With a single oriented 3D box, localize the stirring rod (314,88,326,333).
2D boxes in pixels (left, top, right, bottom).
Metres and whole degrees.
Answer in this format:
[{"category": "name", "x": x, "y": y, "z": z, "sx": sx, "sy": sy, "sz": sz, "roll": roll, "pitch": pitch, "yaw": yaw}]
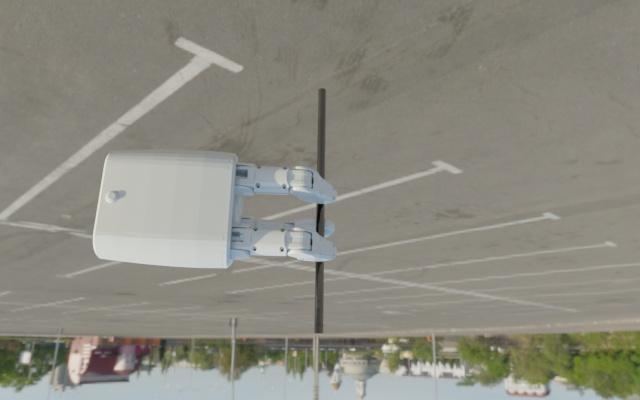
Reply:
[{"category": "stirring rod", "x": 0.000, "y": 0.001, "z": 0.453, "sx": 0.011, "sy": 0.239, "sz": 0.011, "roll": 1, "pitch": -18, "yaw": 0}]
